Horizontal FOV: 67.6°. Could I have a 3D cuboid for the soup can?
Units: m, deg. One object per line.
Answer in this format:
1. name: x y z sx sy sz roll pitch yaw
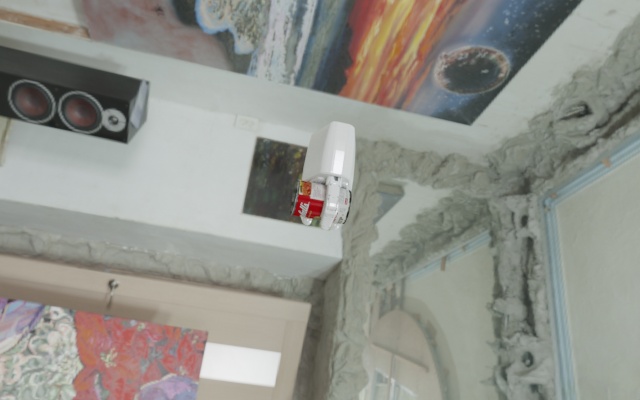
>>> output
1. soup can: 0.000 0.003 0.888 0.102 0.068 0.068 11 -2 -9
